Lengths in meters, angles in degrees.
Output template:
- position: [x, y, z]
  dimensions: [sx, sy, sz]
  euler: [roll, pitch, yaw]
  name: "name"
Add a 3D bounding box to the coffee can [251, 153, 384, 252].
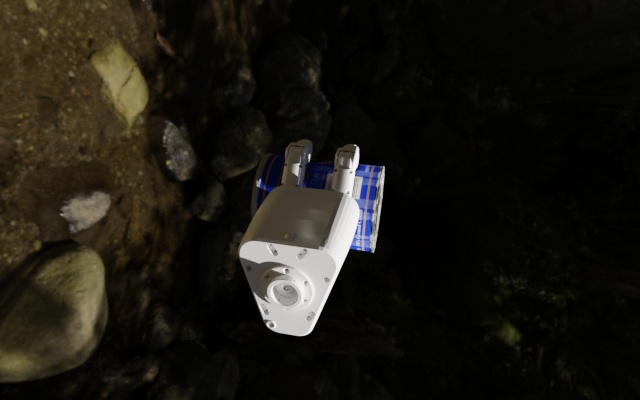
- position: [0.000, 0.002, 0.571]
  dimensions: [0.140, 0.103, 0.103]
  euler: [7, 1, 9]
  name: "coffee can"
